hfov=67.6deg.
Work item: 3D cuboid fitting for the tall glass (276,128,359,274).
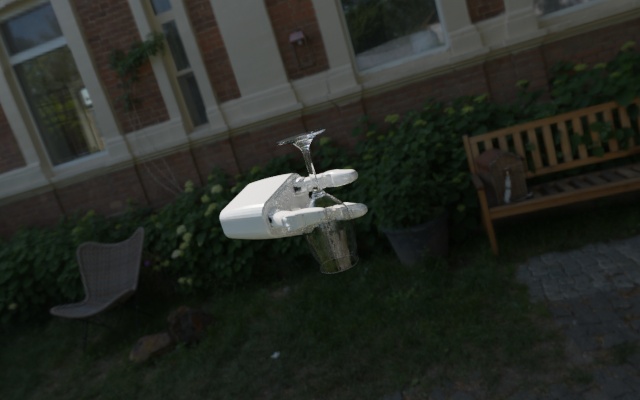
[{"bbox_3d":[0.000,0.002,0.693,0.079,0.201,0.079,-16,12,3],"label":"tall glass"}]
